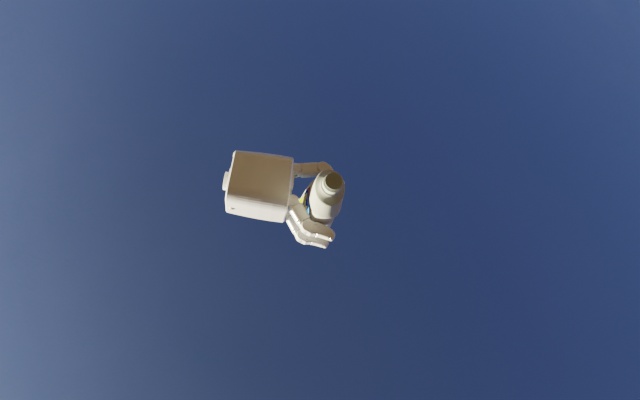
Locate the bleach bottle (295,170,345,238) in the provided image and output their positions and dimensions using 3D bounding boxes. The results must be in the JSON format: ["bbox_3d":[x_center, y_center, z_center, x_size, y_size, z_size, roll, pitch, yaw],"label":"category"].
[{"bbox_3d":[0.000,0.003,0.851,0.068,0.102,0.251,7,-20,-8],"label":"bleach bottle"}]
